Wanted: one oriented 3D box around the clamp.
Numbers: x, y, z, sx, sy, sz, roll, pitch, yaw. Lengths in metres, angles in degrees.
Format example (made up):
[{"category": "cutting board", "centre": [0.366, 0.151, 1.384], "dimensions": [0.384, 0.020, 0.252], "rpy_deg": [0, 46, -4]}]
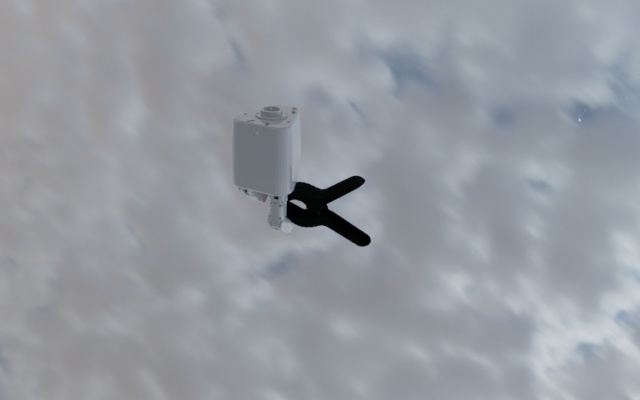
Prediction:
[{"category": "clamp", "centre": [0.000, 0.002, 0.740], "dimensions": [0.171, 0.120, 0.039], "rpy_deg": [14, 30, 19]}]
